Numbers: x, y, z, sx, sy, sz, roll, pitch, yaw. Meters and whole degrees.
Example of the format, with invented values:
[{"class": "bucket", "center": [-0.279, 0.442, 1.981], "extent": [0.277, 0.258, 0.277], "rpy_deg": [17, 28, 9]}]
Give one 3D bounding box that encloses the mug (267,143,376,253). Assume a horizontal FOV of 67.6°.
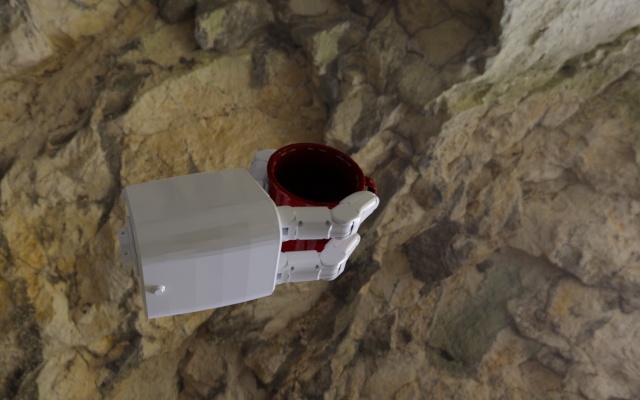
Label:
[{"class": "mug", "center": [0.001, 0.001, 0.475], "extent": [0.117, 0.082, 0.093], "rpy_deg": [-7, 45, -23]}]
